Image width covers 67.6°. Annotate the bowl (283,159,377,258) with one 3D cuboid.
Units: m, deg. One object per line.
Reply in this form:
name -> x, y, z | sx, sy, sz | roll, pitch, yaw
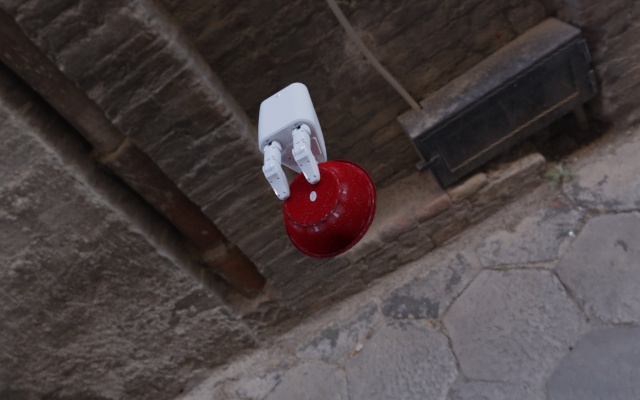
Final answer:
bowl -> 0.000, 0.003, 0.715 | 0.162, 0.162, 0.055 | 0, -20, 32
